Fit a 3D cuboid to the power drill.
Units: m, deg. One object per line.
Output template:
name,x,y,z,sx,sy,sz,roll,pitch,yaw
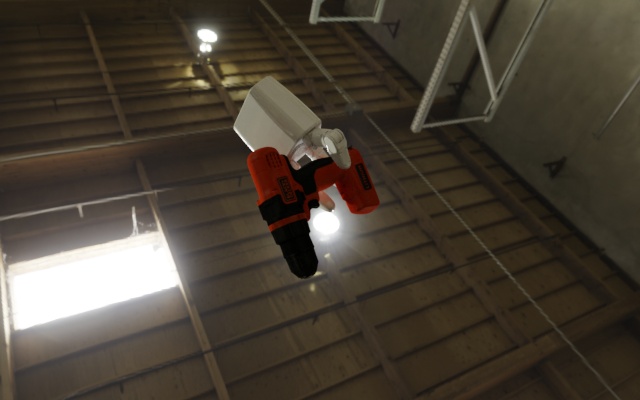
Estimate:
power drill,0.000,0.002,0.680,0.187,0.184,0.057,-16,-7,-43
